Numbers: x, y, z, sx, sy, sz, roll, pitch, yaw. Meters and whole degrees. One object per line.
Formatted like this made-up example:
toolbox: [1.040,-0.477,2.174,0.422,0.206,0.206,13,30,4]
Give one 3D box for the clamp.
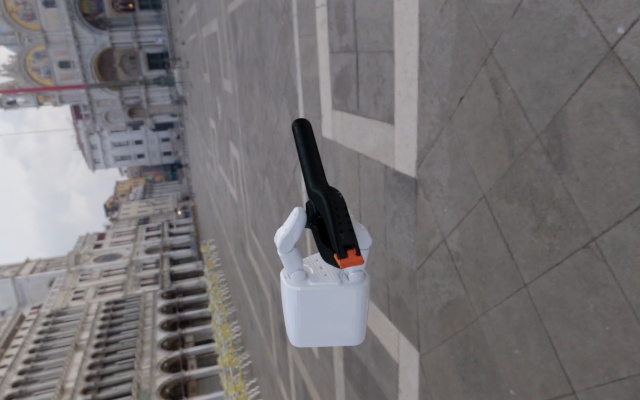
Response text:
clamp: [-0.001,0.002,0.576,0.036,0.165,0.210,-10,28,-15]
